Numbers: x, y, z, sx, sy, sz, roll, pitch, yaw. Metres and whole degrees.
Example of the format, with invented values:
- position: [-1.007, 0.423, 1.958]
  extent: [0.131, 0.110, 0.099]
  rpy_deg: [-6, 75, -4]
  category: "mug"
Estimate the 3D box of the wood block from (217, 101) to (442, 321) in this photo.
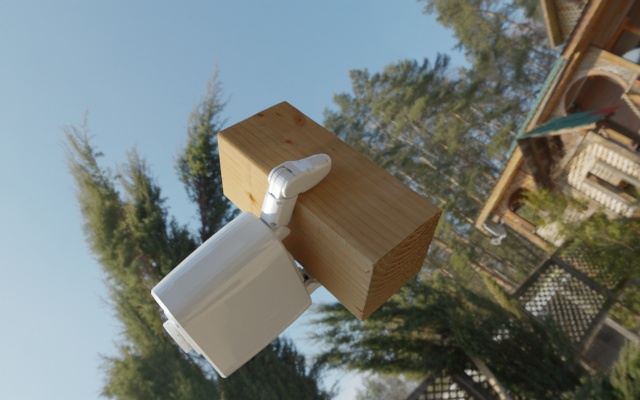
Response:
- position: [0.000, 0.001, 0.462]
  extent: [0.090, 0.091, 0.206]
  rpy_deg: [-33, 57, -31]
  category: "wood block"
